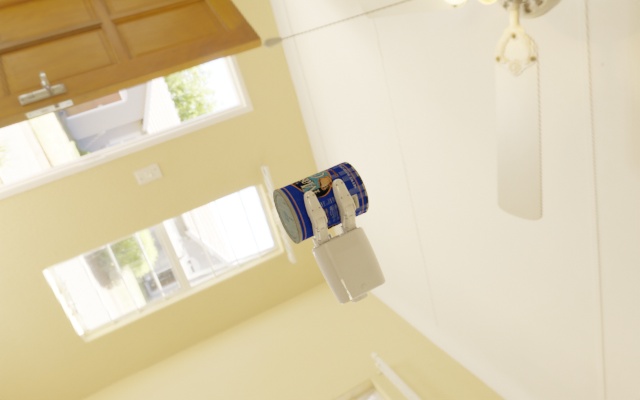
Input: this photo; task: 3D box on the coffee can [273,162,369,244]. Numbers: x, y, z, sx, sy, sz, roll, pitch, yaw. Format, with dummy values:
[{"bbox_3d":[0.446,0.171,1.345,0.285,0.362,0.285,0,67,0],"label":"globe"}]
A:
[{"bbox_3d":[0.000,0.003,0.851,0.140,0.103,0.103,-23,7,-18],"label":"coffee can"}]
